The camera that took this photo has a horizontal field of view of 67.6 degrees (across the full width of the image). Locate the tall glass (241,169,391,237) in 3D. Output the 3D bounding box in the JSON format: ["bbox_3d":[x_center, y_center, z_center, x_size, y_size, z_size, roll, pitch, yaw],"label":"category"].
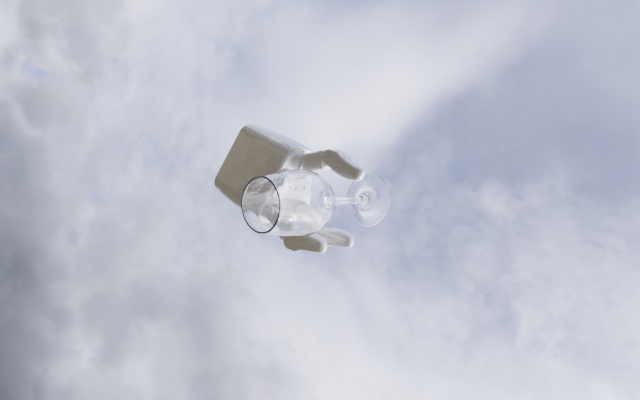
[{"bbox_3d":[0.001,0.002,0.581,0.079,0.079,0.201,0,2,40],"label":"tall glass"}]
